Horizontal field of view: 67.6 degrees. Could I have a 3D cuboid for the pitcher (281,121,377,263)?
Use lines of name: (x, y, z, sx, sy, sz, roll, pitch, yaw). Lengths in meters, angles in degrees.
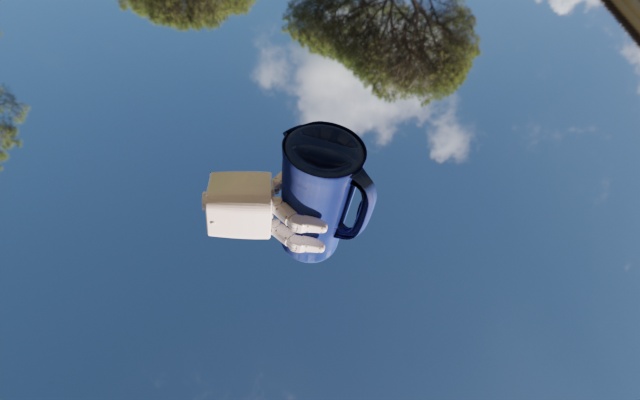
pitcher: (0.000, 0.003, 0.812, 0.145, 0.149, 0.243, 1, -43, -8)
